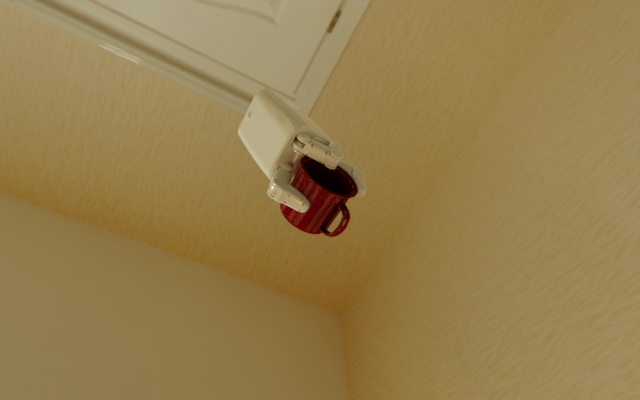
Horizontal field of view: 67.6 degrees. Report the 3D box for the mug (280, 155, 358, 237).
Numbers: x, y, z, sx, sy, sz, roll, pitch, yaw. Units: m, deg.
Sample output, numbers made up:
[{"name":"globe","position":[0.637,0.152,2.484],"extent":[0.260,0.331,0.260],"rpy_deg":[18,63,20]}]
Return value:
[{"name":"mug","position":[0.001,0.003,0.683],"extent":[0.093,0.081,0.117],"rpy_deg":[-1,43,-47]}]
